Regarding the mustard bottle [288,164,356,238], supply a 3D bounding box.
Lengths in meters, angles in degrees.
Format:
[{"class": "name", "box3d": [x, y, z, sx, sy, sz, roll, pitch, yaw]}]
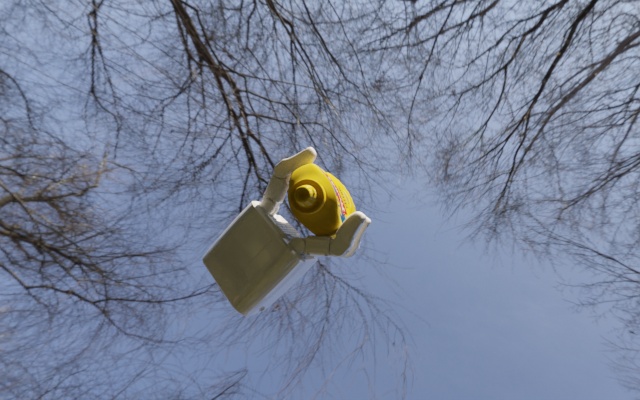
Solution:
[{"class": "mustard bottle", "box3d": [0.000, 0.002, 0.614, 0.058, 0.096, 0.191, -22, -10, 10]}]
